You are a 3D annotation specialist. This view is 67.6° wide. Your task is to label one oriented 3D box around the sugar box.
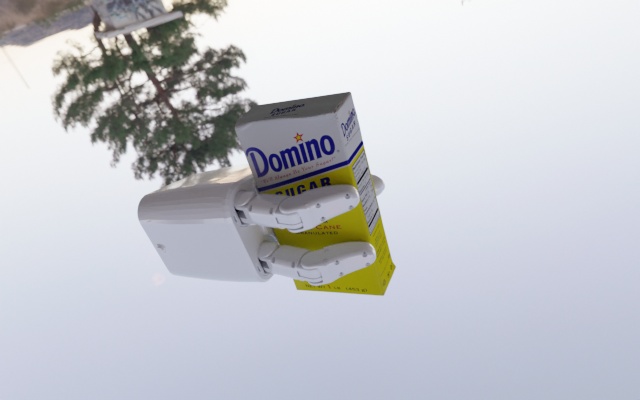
[{"bbox_3d":[0.000,0.002,0.410,0.093,0.176,0.048,-3,34,27],"label":"sugar box"}]
